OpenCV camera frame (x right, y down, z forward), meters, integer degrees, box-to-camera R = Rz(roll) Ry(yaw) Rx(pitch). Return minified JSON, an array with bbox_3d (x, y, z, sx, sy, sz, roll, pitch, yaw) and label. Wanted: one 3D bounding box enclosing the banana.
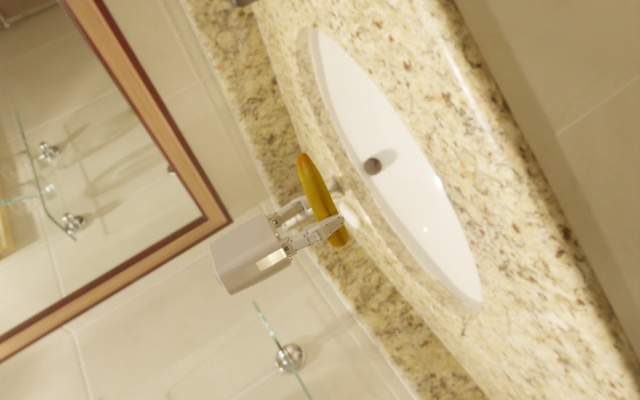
[{"bbox_3d":[0.007,0.015,0.756,0.037,0.198,0.069,-26,40,-1],"label":"banana"}]
